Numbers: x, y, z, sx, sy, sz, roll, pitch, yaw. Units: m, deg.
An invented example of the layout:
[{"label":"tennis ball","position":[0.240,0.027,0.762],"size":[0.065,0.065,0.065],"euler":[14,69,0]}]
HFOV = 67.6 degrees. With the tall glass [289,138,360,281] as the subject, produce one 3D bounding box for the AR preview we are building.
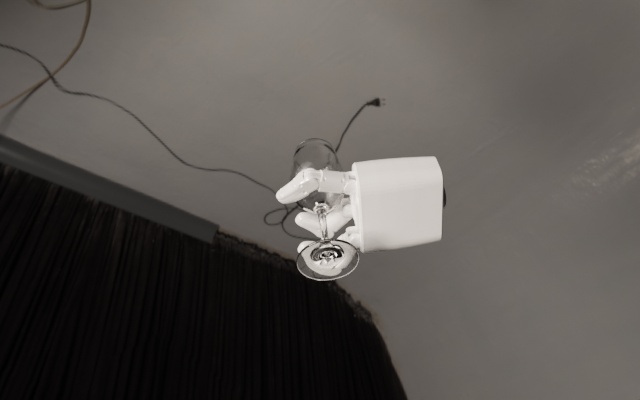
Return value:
[{"label":"tall glass","position":[0.000,0.002,0.626],"size":[0.079,0.079,0.200],"euler":[0,44,-8]}]
